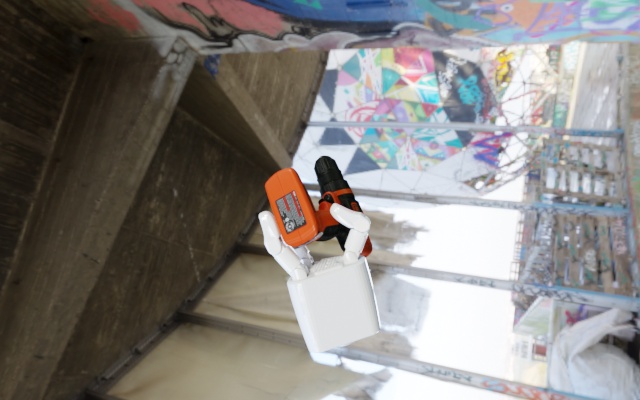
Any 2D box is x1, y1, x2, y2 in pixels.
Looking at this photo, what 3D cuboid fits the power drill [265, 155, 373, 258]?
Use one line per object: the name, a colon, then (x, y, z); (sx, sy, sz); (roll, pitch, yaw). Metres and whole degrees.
power drill: (0.000, 0.003, 0.715); (0.057, 0.184, 0.187); (-32, -20, 26)
